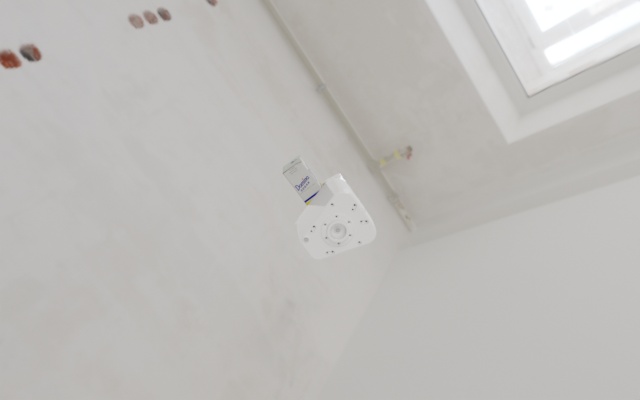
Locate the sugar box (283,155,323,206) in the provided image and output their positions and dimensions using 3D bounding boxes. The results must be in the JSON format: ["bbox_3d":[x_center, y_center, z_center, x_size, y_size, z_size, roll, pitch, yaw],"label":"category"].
[{"bbox_3d":[0.001,0.003,0.860,0.048,0.176,0.093,-34,12,3],"label":"sugar box"}]
